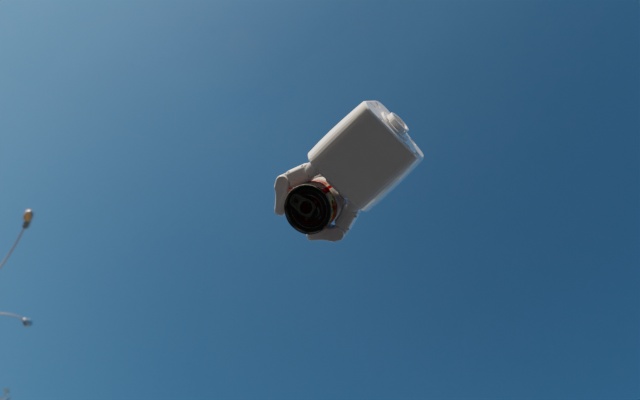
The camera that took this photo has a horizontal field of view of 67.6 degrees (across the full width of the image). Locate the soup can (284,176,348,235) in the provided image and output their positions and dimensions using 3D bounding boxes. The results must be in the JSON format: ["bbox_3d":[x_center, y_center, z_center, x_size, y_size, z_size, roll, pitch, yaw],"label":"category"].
[{"bbox_3d":[0.000,0.003,0.676,0.068,0.068,0.102,0,12,21],"label":"soup can"}]
